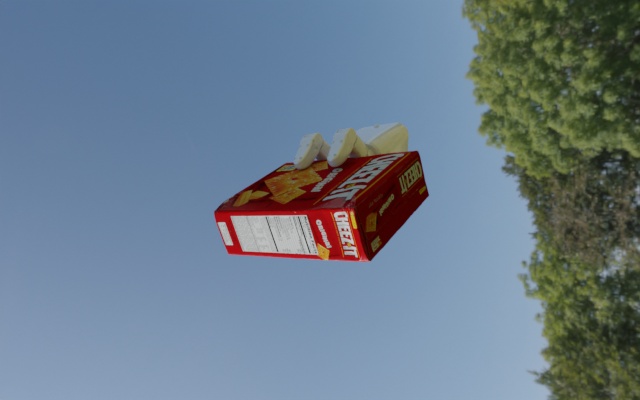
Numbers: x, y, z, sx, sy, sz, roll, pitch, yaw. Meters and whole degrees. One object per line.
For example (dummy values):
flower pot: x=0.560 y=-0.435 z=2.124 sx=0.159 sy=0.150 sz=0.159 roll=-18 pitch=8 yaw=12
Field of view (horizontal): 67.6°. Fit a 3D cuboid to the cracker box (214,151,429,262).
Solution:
cracker box: x=0.000 y=0.002 z=0.591 sx=0.213 sy=0.072 sz=0.164 roll=-3 pitch=24 yaw=37
